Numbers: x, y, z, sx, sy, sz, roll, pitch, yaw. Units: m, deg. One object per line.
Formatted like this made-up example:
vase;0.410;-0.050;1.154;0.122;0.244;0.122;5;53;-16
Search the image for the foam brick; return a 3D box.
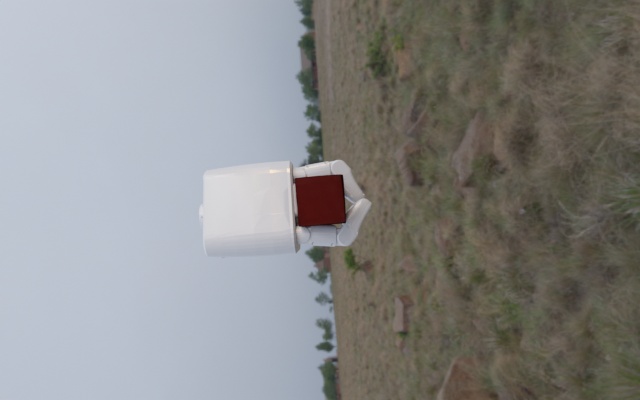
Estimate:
foam brick;0.000;0.002;0.530;0.051;0.053;0.078;-4;-3;0
